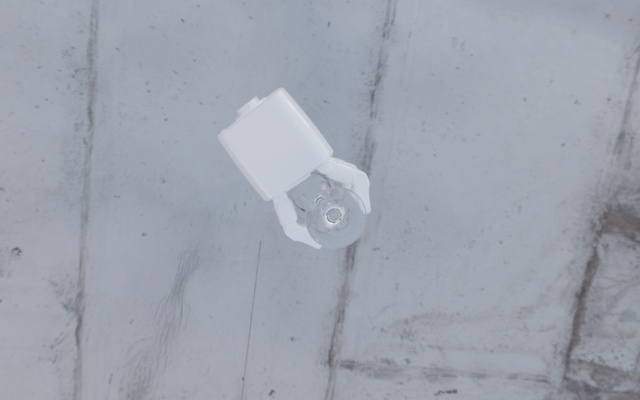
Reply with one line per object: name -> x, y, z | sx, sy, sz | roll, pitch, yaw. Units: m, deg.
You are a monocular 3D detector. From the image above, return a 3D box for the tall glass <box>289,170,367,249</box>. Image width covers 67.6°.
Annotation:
tall glass -> 0.000, 0.002, 0.654 | 0.079, 0.079, 0.201 | 0, 10, -11
